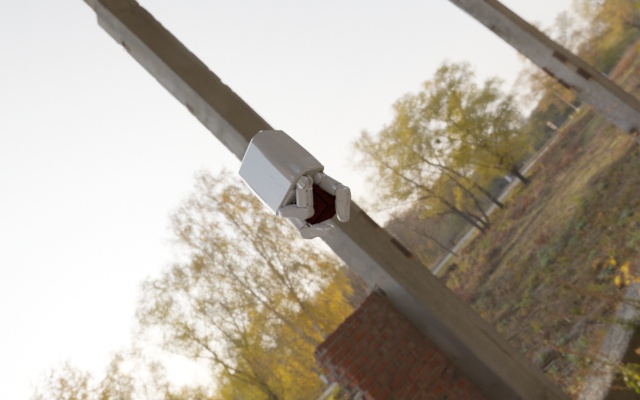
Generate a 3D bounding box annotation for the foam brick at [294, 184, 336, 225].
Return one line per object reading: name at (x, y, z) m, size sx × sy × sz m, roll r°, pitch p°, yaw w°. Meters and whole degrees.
foam brick at (0.000, 0.003, 0.827) m, size 0.051 × 0.053 × 0.078 m, roll 44°, pitch 25°, yaw 14°
